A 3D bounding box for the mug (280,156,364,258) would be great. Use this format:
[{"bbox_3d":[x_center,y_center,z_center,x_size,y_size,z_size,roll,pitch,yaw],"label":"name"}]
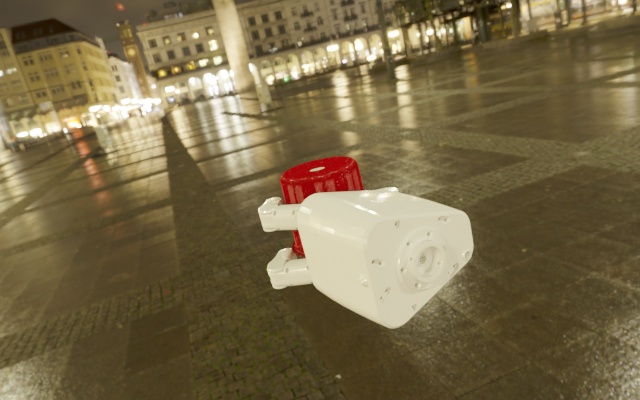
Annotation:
[{"bbox_3d":[-0.001,0.001,0.508,0.093,0.081,0.117,-21,19,-25],"label":"mug"}]
